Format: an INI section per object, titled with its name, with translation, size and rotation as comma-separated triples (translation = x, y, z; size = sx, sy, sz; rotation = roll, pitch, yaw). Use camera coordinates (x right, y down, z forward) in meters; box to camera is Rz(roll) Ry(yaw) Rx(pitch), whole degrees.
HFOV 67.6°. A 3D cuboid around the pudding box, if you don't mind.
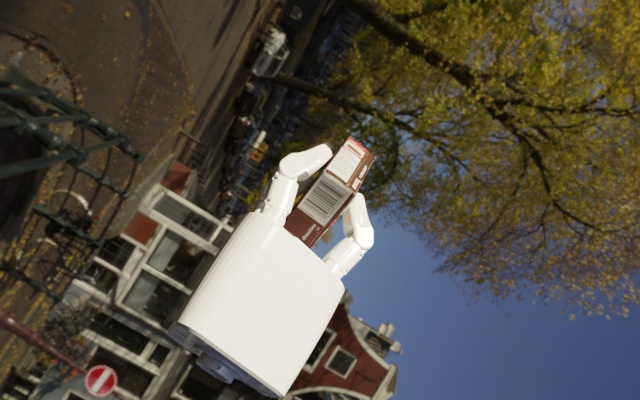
[pudding box]
translation = 0.000, 0.002, 0.466
size = 0.039, 0.113, 0.090
rotation = 38, 32, -4
